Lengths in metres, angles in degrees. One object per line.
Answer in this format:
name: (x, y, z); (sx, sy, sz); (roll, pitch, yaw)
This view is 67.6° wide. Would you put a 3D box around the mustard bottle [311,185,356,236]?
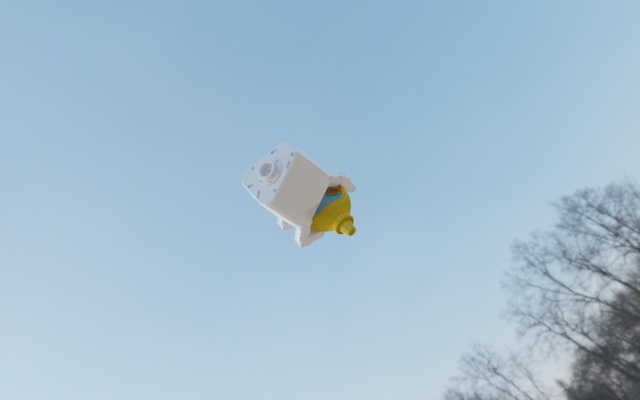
mustard bottle: (0.000, 0.003, 0.883); (0.096, 0.058, 0.191); (-35, 50, -15)
